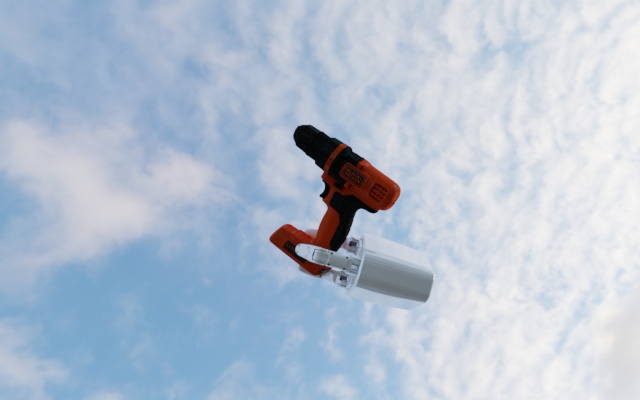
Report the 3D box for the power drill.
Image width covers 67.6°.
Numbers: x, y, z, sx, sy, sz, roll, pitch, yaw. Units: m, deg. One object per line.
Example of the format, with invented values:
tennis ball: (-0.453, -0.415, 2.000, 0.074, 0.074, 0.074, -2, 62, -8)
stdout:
power drill: (0.000, 0.003, 0.715, 0.184, 0.188, 0.057, 37, 19, 15)
